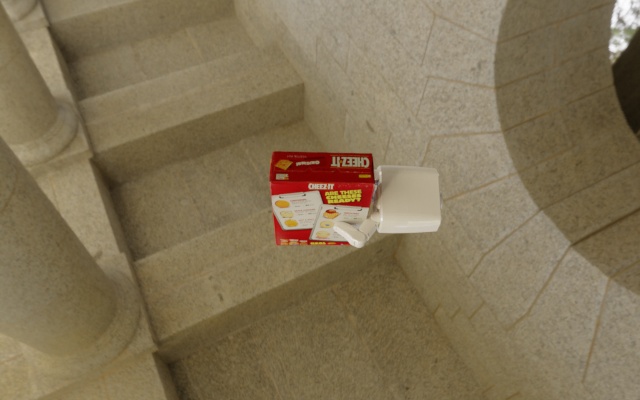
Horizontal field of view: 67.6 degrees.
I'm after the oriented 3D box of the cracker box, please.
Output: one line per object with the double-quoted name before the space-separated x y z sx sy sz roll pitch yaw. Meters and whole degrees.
"cracker box" 0.000 0.003 0.832 0.164 0.072 0.214 1 -32 -2
